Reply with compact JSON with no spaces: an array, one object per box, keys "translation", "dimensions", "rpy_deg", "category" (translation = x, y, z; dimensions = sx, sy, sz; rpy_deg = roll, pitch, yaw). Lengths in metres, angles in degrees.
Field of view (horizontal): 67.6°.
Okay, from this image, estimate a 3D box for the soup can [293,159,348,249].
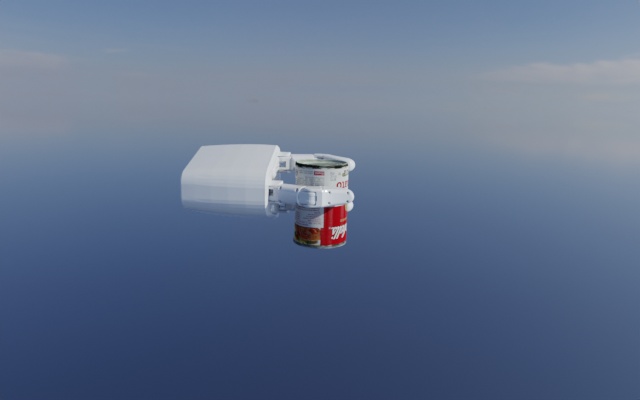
[{"translation":[0.001,0.002,0.599],"dimensions":[0.068,0.102,0.068],"rpy_deg":[1,12,0],"category":"soup can"}]
